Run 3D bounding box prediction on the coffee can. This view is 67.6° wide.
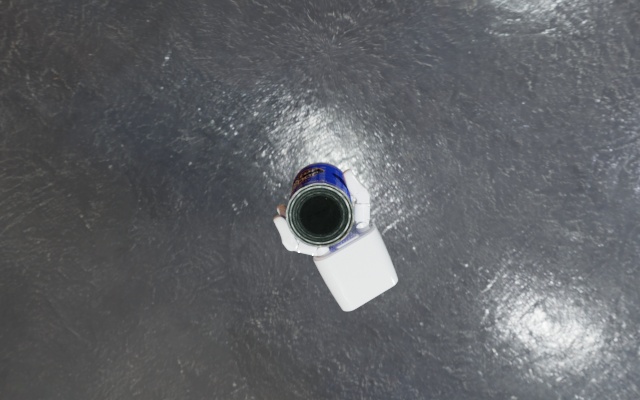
[{"bbox_3d":[0.000,0.002,0.775,0.103,0.103,0.140,0,17,1],"label":"coffee can"}]
